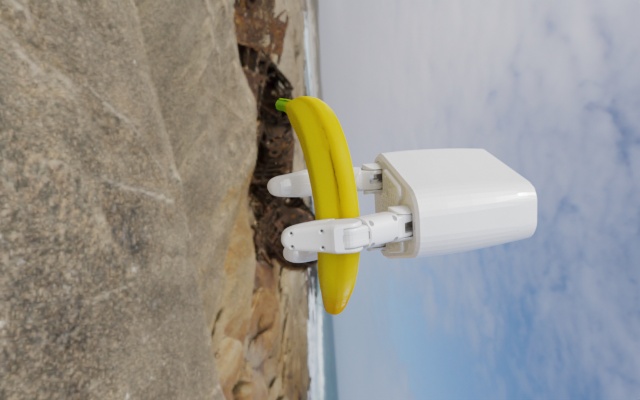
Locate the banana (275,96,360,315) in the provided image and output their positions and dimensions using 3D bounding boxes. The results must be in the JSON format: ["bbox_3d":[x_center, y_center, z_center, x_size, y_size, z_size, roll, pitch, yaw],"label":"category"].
[{"bbox_3d":[0.005,-0.007,0.393,0.037,0.197,0.070,-8,-12,-20],"label":"banana"}]
